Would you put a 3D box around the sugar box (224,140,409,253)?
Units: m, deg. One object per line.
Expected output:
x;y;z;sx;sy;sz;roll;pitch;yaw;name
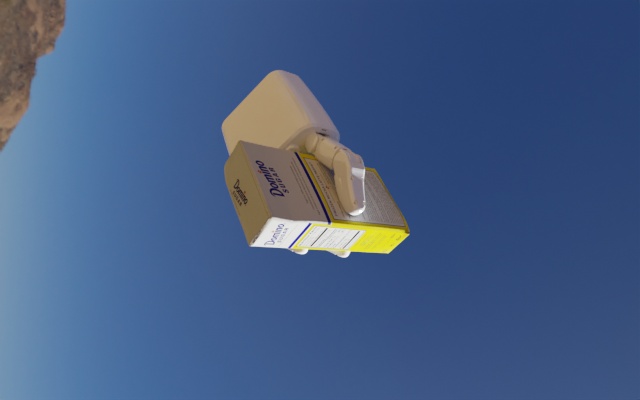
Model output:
0.000;0.002;0.463;0.176;0.093;0.048;6;-45;-38;sugar box
